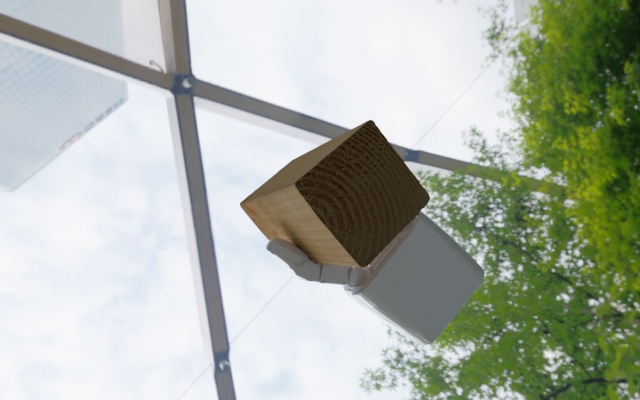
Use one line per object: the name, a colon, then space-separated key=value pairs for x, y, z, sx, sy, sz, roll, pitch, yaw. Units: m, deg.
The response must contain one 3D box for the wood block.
wood block: x=0.000 y=0.002 z=0.477 sx=0.091 sy=0.090 sz=0.206 roll=-43 pitch=11 yaw=-19
